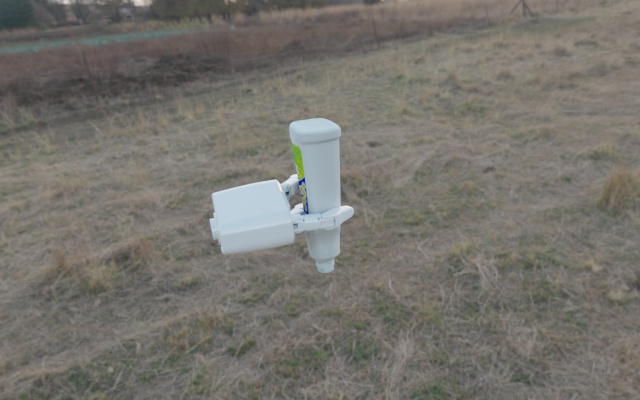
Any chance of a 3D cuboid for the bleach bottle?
[{"bbox_3d":[0.000,0.002,0.759,0.068,0.251,0.102,-11,21,-13],"label":"bleach bottle"}]
